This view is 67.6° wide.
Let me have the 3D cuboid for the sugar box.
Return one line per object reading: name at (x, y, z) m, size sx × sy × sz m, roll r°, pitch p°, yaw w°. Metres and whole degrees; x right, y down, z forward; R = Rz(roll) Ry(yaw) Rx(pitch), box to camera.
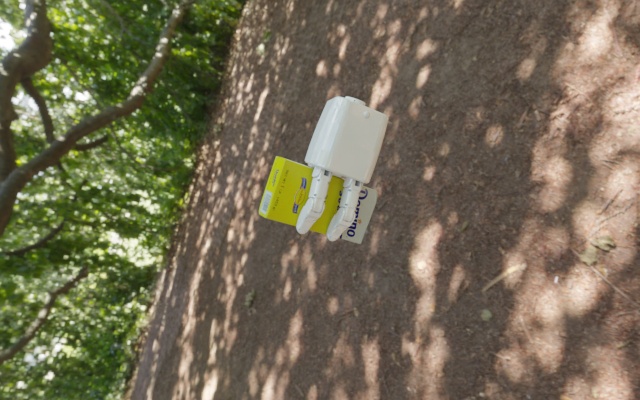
sugar box at (0.000, 0.002, 0.743) m, size 0.176 × 0.093 × 0.048 m, roll 17°, pitch 5°, yaw -27°
